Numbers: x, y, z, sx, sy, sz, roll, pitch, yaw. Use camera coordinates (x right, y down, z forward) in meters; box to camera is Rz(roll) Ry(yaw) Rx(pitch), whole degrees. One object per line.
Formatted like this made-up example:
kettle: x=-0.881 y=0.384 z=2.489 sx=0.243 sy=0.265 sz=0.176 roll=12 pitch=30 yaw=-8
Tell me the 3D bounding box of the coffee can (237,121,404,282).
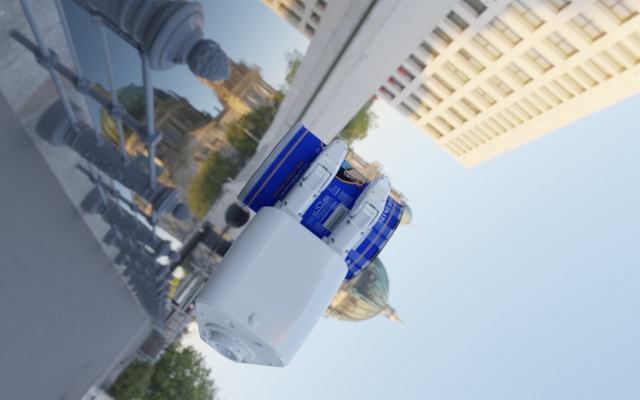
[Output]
coffee can: x=0.000 y=0.001 z=0.496 sx=0.140 sy=0.103 sz=0.103 roll=38 pitch=-4 yaw=-5
